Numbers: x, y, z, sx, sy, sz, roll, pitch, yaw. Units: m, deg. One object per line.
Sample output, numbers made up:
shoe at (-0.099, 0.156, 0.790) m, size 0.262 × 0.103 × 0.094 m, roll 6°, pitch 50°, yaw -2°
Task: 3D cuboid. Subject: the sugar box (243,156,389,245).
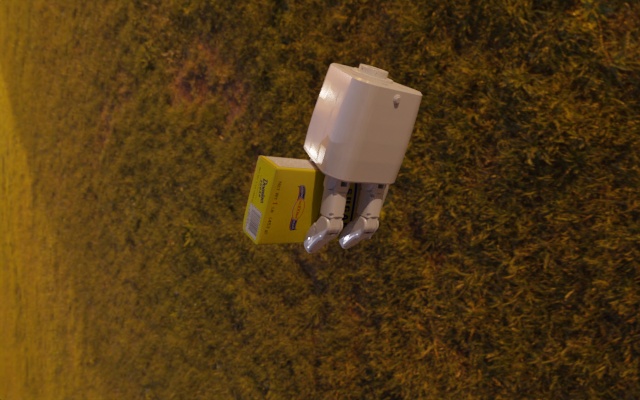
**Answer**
sugar box at (0.000, 0.002, 0.568) m, size 0.176 × 0.093 × 0.048 m, roll 1°, pitch 24°, yaw -37°
